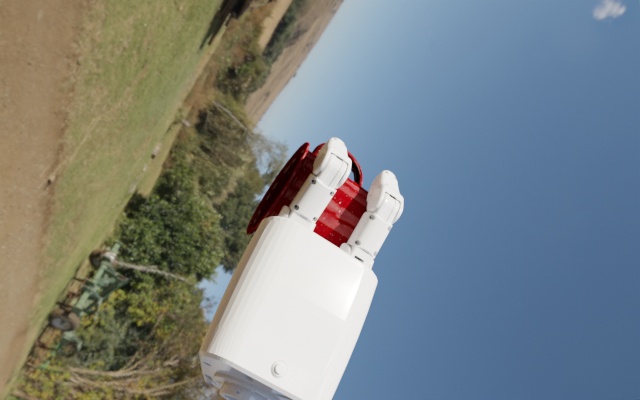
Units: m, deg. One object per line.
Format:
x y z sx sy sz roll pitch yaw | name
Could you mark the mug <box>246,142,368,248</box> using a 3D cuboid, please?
0.001 0.000 0.418 0.081 0.117 0.093 34 -31 -12 | mug
